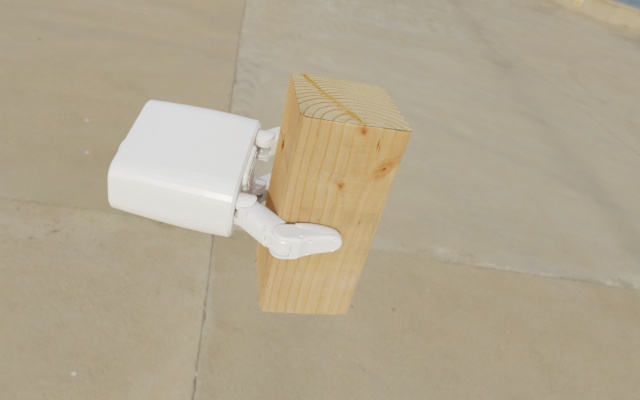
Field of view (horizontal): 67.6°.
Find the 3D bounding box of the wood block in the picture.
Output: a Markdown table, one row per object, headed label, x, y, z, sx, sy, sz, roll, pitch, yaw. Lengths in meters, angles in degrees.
| label | x | y | z | sx | sy | sz | roll | pitch | yaw |
| --- | --- | --- | --- | --- | --- | --- | --- | --- | --- |
| wood block | 0.000 | 0.001 | 0.444 | 0.090 | 0.206 | 0.090 | 6 | 34 | -14 |
